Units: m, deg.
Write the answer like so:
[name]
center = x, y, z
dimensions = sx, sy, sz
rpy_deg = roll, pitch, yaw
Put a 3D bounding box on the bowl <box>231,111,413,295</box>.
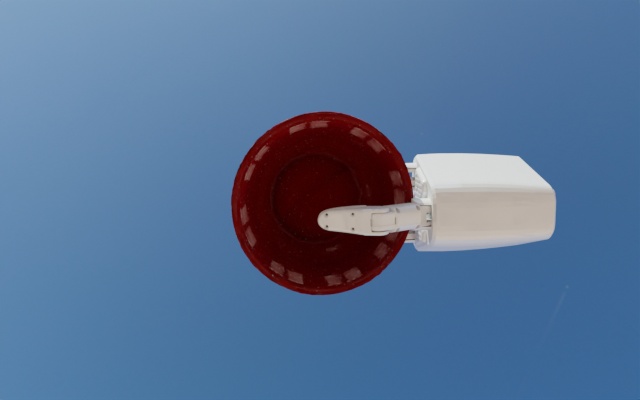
[bowl]
center = -0.001, 0.001, 0.439
dimensions = 0.162, 0.162, 0.055
rpy_deg = 0, 7, -9
